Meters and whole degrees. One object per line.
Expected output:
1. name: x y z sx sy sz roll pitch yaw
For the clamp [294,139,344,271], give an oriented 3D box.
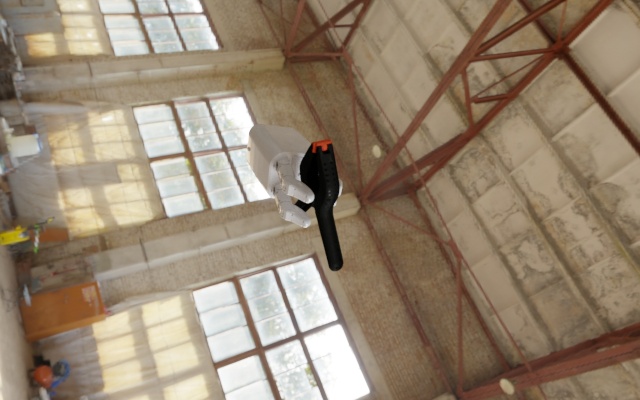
1. clamp: 0.001 0.002 0.775 0.036 0.210 0.164 -16 47 -28
